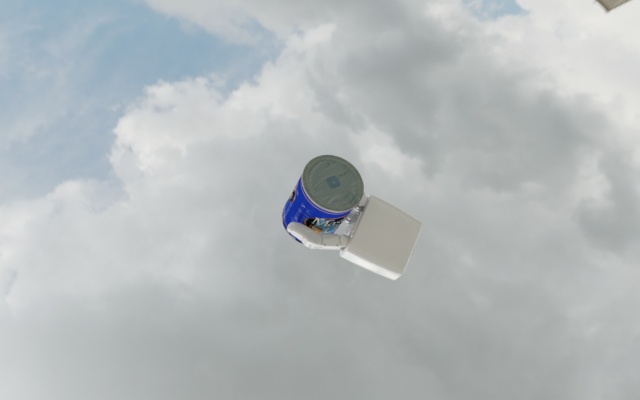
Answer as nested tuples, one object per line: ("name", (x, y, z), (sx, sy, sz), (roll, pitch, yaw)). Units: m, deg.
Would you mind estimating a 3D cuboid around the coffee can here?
("coffee can", (0.000, 0.003, 0.809), (0.103, 0.102, 0.140), (0, -27, -20))
